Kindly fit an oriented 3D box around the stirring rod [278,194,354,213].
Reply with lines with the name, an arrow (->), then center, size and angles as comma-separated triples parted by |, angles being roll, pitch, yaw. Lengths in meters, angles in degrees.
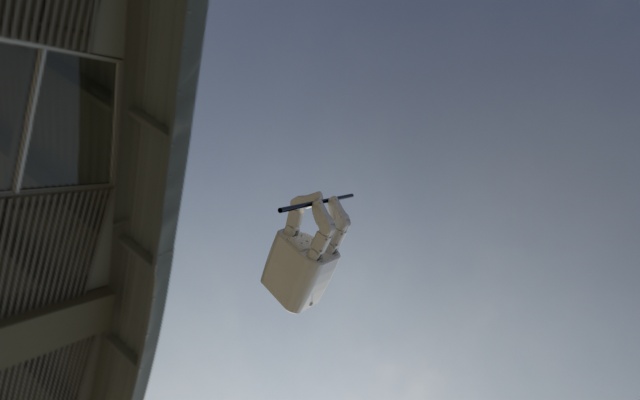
stirring rod -> 0.000, 0.003, 0.799 | 0.011, 0.011, 0.239 | 0, 6, 30
